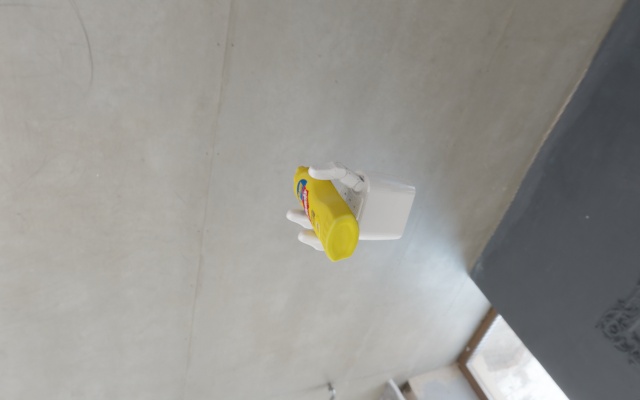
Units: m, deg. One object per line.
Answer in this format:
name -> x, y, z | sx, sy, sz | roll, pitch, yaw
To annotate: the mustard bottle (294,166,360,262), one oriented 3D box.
mustard bottle -> 0.000, 0.003, 0.782 | 0.058, 0.096, 0.191 | -15, 43, -15
